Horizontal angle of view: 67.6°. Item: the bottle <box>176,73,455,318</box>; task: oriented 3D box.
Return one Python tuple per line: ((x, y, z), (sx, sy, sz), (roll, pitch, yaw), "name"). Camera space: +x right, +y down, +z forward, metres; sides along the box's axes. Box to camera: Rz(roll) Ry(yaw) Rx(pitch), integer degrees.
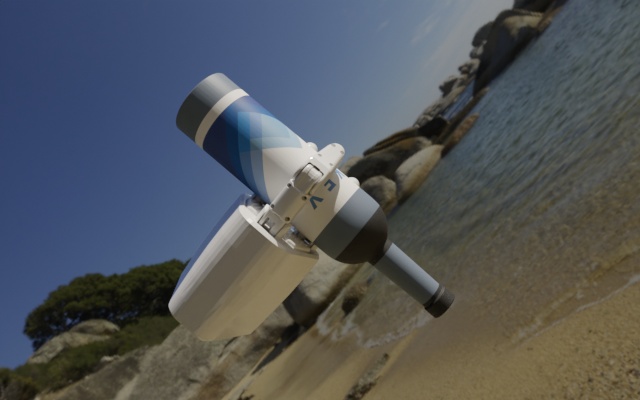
((0.000, 0.001, 0.440), (0.295, 0.069, 0.069), (40, 3, 3), "bottle")
